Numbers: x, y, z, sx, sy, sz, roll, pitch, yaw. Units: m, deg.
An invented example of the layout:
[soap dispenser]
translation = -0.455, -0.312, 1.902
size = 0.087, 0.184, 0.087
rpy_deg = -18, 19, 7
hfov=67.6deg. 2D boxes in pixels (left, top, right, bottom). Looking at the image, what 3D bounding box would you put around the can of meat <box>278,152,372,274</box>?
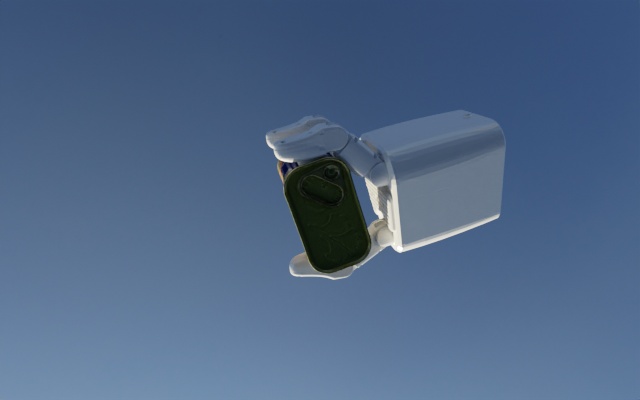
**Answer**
[can of meat]
translation = 0.000, 0.001, 0.438
size = 0.057, 0.102, 0.084
rpy_deg = -20, 22, -3
